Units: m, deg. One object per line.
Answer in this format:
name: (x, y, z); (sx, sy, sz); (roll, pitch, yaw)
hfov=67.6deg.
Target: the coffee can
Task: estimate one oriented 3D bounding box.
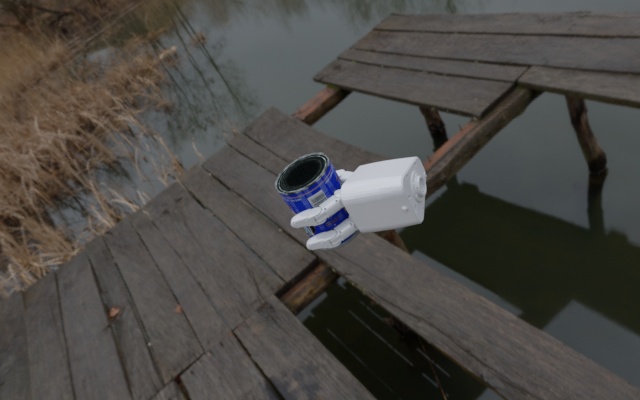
coffee can: (0.000, 0.003, 0.830); (0.103, 0.140, 0.102); (-22, 34, 16)
